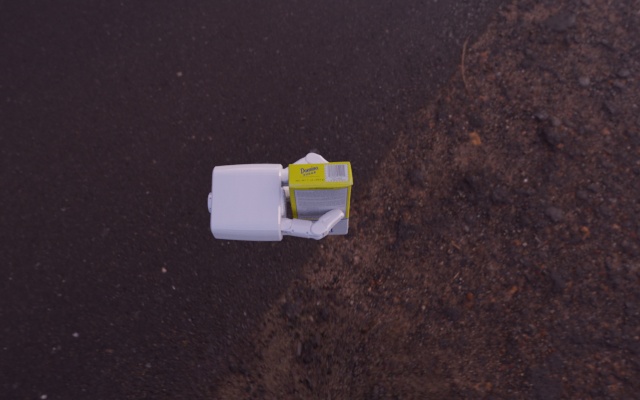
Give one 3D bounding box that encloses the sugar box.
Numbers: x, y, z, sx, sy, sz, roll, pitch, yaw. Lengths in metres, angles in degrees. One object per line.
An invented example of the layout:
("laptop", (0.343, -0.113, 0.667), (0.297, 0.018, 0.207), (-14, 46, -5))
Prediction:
("sugar box", (0.000, 0.002, 0.764), (0.093, 0.048, 0.176), (-2, -25, -1))
